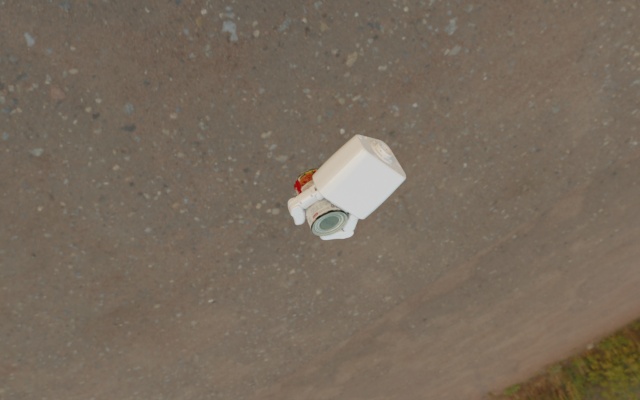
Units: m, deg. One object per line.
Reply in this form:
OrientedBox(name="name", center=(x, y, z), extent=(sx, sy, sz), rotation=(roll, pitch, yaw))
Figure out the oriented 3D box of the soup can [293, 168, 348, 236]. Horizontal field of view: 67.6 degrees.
OrientedBox(name="soup can", center=(0.000, 0.003, 0.832), extent=(0.068, 0.102, 0.069), rotation=(-15, -37, -12))
